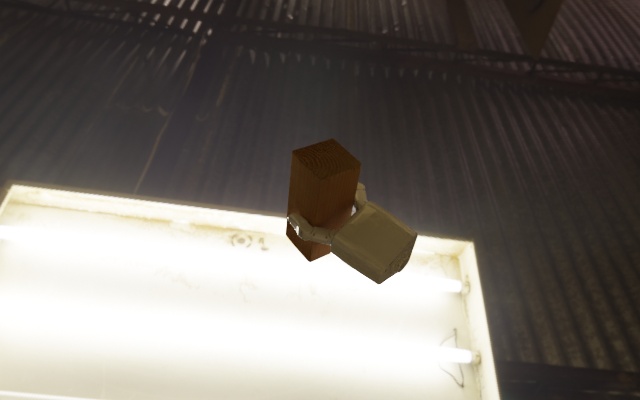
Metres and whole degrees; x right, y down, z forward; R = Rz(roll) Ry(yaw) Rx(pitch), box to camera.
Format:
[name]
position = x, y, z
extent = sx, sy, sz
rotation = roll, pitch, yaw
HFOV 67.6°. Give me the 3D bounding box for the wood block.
[wood block]
position = 0.000, 0.003, 0.877
extent = 0.091, 0.206, 0.090
rotation = -21, 49, -29
